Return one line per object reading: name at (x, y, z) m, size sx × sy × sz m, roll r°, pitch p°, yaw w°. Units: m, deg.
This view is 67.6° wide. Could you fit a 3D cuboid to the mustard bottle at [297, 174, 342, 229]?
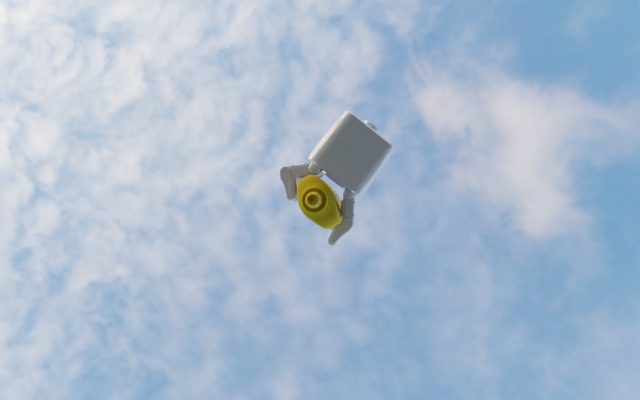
mustard bottle at (0.000, 0.003, 0.816) m, size 0.058 × 0.096 × 0.191 m, roll -29°, pitch -6°, yaw 5°
